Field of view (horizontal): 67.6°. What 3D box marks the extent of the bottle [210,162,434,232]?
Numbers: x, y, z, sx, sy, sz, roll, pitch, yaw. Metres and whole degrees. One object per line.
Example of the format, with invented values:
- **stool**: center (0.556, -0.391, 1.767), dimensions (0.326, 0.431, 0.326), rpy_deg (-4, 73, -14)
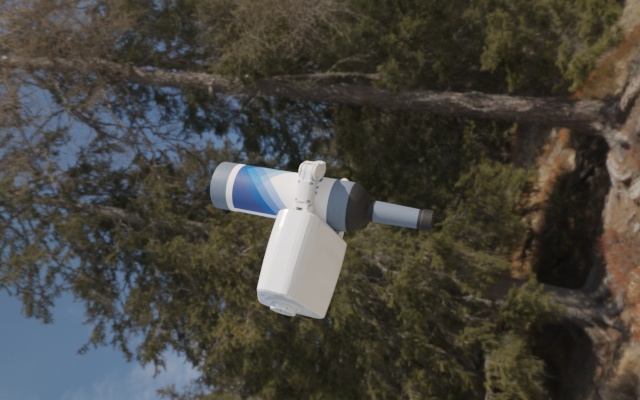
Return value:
- **bottle**: center (0.000, 0.002, 0.635), dimensions (0.295, 0.069, 0.069), rpy_deg (10, 3, 16)
